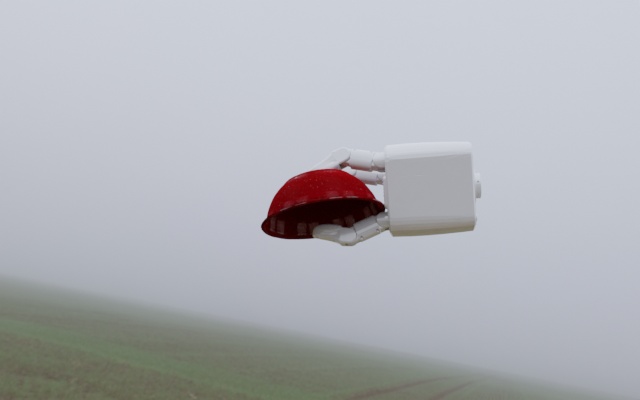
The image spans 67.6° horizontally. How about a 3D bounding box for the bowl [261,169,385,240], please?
[{"bbox_3d":[-0.001,0.002,0.623,0.162,0.055,0.162,-9,-19,-3],"label":"bowl"}]
